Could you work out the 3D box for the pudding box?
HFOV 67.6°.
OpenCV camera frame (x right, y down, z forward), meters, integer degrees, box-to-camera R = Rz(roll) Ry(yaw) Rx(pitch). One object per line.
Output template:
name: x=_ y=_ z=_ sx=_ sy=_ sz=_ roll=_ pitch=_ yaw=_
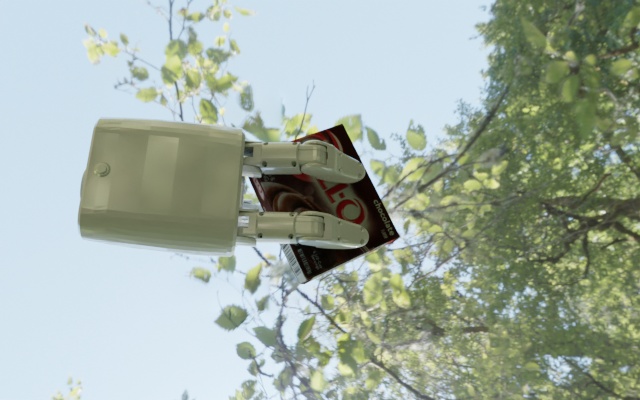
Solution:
pudding box: x=0.000 y=0.001 z=0.401 sx=0.090 sy=0.113 sz=0.039 roll=-22 pitch=-8 yaw=-20
